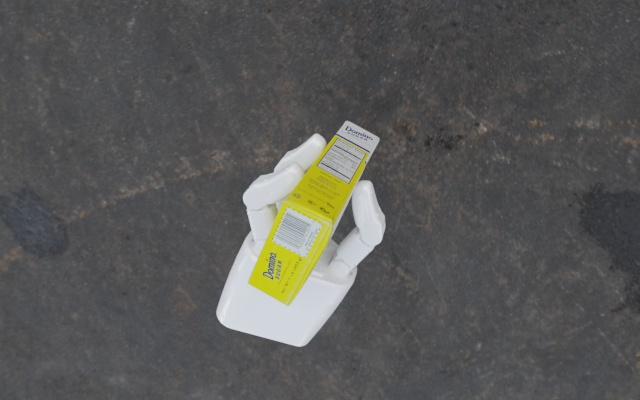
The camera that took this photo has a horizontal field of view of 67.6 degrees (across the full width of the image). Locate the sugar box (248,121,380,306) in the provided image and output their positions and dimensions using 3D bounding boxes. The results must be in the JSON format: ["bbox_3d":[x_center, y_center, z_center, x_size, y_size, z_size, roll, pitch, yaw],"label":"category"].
[{"bbox_3d":[-0.001,0.001,0.429,0.048,0.093,0.176,28,32,0],"label":"sugar box"}]
